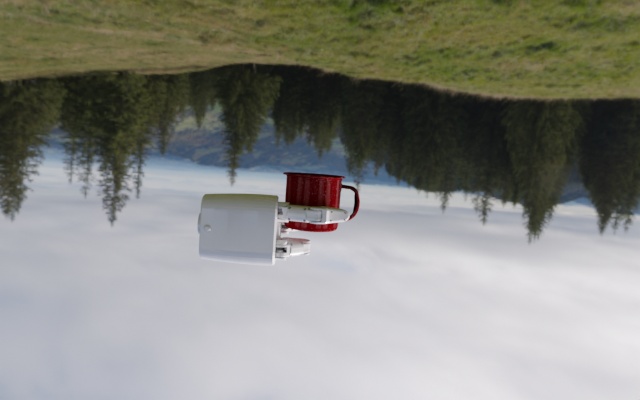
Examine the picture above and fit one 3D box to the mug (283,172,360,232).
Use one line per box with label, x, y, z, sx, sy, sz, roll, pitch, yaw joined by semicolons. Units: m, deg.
mug;0.002;0.003;0.713;0.117;0.081;0.093;4;5;-1
